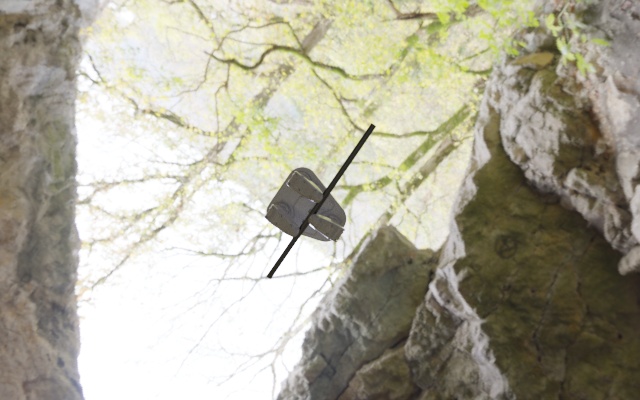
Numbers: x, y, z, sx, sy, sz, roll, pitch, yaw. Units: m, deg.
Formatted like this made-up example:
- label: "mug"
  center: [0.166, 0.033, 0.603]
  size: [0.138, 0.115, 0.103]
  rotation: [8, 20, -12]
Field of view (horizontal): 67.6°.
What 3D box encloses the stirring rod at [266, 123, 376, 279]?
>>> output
- label: "stirring rod"
  center: [0.000, 0.002, 0.619]
  size: [0.011, 0.239, 0.011]
  rotation: [34, 4, -2]
